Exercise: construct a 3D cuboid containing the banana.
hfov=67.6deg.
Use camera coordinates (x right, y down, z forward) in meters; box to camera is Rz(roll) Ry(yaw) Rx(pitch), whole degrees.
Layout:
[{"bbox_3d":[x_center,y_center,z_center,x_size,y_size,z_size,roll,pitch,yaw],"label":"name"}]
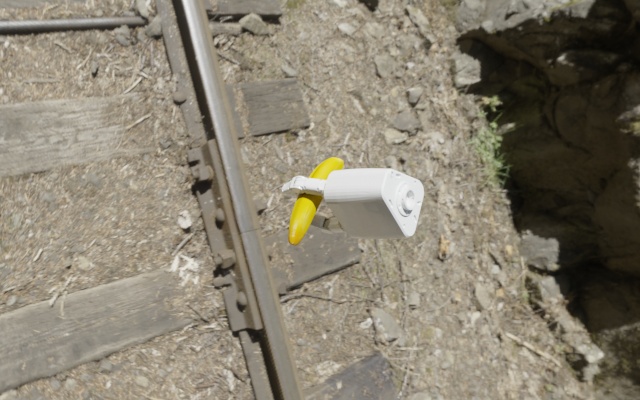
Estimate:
[{"bbox_3d":[-0.003,-0.014,0.785,0.037,0.070,0.197,9,44,29],"label":"banana"}]
